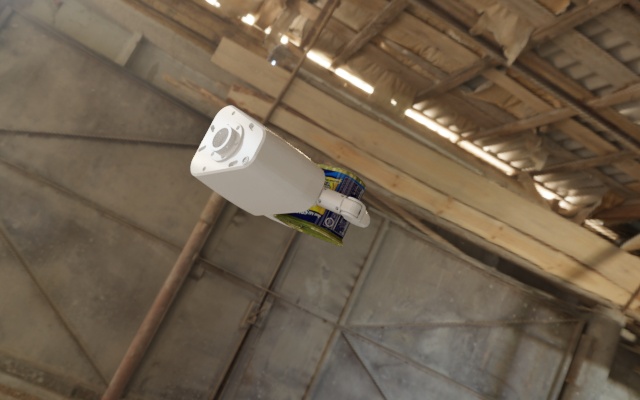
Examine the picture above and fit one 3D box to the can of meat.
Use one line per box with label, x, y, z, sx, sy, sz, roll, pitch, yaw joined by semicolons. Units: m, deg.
can of meat;0.000;0.002;0.614;0.102;0.084;0.057;16;-14;45
